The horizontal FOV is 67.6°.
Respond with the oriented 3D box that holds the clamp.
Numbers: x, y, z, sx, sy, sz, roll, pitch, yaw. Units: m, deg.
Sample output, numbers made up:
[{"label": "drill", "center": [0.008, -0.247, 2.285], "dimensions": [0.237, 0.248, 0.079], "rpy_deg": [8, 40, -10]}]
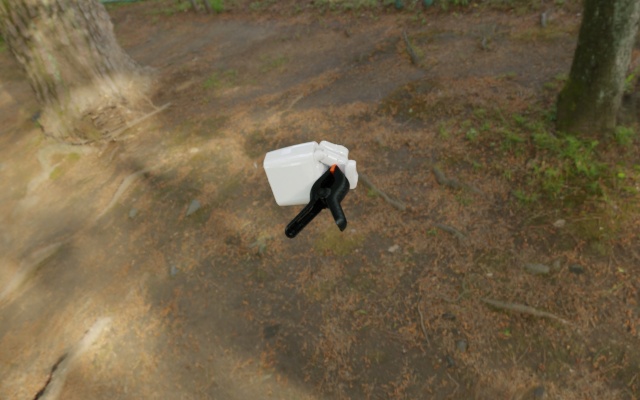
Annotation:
[{"label": "clamp", "center": [0.000, 0.002, 0.862], "dimensions": [0.120, 0.039, 0.171], "rpy_deg": [-11, 37, 21]}]
